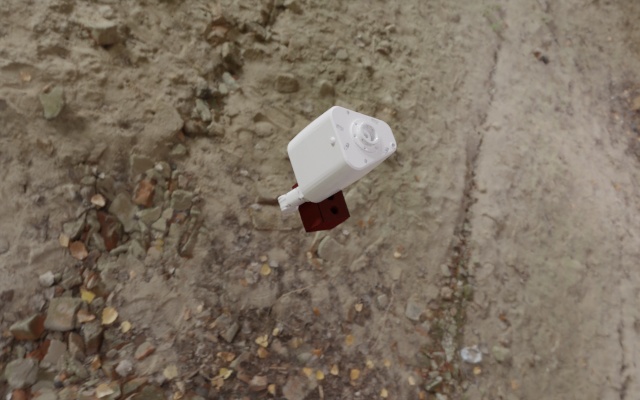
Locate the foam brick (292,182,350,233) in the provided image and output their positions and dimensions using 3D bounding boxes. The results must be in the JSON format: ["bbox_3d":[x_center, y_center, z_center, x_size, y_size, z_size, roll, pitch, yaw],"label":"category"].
[{"bbox_3d":[0.000,0.003,0.716,0.053,0.078,0.051,-8,-17,-39],"label":"foam brick"}]
